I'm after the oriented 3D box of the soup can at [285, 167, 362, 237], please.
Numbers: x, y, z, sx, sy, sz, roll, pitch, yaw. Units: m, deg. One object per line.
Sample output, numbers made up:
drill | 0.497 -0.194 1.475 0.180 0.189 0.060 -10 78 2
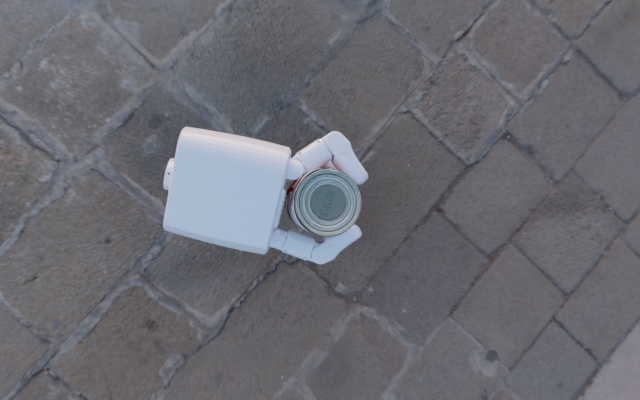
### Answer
soup can | 0.001 0.002 0.501 0.068 0.068 0.102 0 0 -8
